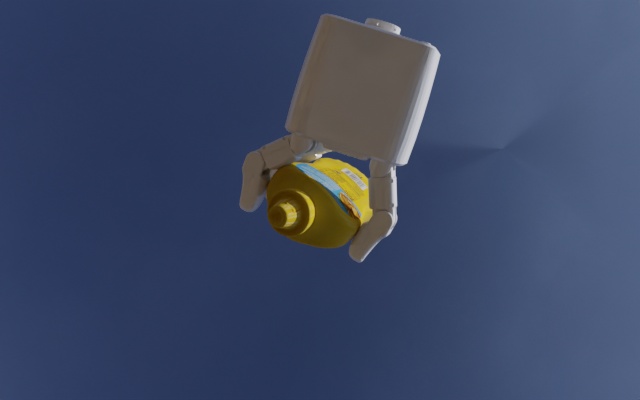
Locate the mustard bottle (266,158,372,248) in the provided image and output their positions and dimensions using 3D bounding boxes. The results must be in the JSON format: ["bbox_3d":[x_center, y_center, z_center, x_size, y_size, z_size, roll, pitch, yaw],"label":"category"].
[{"bbox_3d":[0.000,0.002,0.472,0.096,0.058,0.191,44,19,11],"label":"mustard bottle"}]
